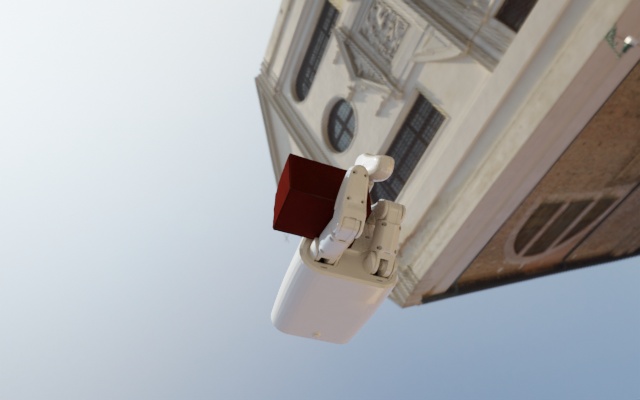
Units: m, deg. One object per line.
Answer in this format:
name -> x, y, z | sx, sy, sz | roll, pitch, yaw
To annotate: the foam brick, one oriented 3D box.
foam brick -> 0.000, 0.001, 0.434 | 0.078, 0.051, 0.053 | 16, 39, -15
